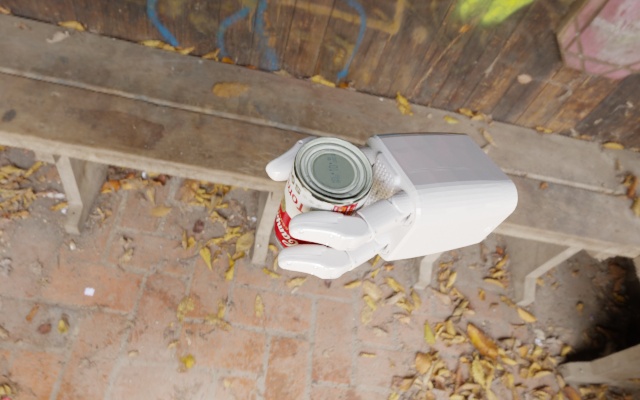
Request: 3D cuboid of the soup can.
[{"bbox_3d":[0.000,0.001,0.420,0.068,0.068,0.102,0,-32,-16],"label":"soup can"}]
